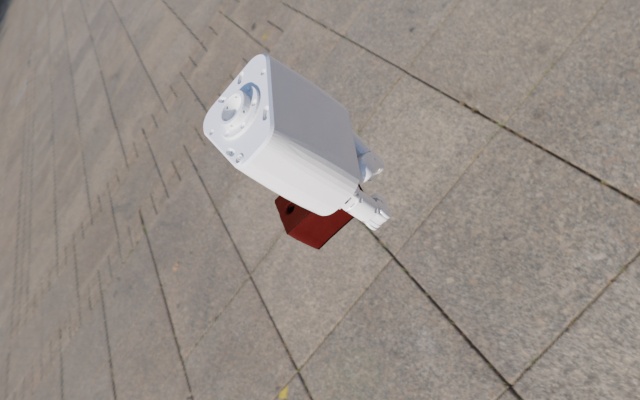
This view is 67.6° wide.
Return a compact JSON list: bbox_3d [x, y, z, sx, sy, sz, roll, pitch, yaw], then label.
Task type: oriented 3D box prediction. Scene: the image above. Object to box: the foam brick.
[{"bbox_3d":[0.000,0.002,0.491,0.078,0.053,0.051,-44,-45,20],"label":"foam brick"}]
